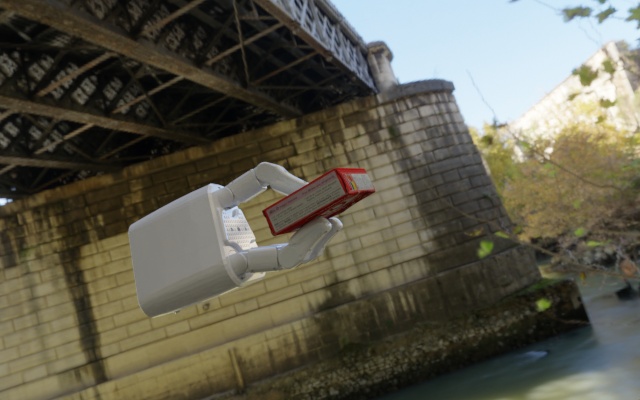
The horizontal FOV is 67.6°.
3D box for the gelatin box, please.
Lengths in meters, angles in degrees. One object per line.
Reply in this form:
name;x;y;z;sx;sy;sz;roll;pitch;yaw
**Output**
gelatin box;0.000;0.001;0.460;0.089;0.030;0.073;-30;-10;24
